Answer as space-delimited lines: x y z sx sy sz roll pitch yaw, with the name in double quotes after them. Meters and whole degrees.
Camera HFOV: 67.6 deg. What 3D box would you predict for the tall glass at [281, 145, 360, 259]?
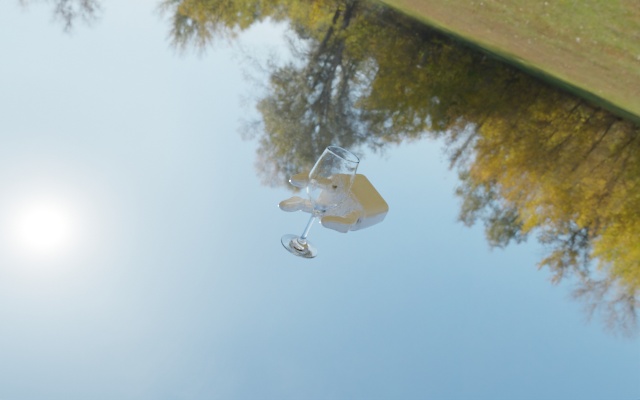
0.000 0.003 0.857 0.079 0.201 0.079 22 22 -9 "tall glass"
